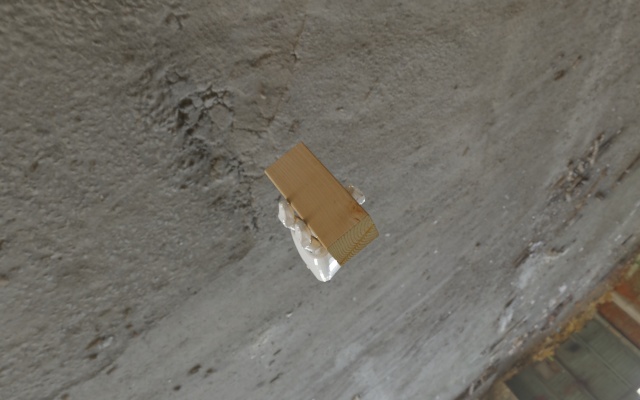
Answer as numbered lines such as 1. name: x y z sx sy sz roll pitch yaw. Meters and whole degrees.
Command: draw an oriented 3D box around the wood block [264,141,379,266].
1. wood block: 0.001 0.003 0.850 0.091 0.206 0.090 -39 -32 -3
